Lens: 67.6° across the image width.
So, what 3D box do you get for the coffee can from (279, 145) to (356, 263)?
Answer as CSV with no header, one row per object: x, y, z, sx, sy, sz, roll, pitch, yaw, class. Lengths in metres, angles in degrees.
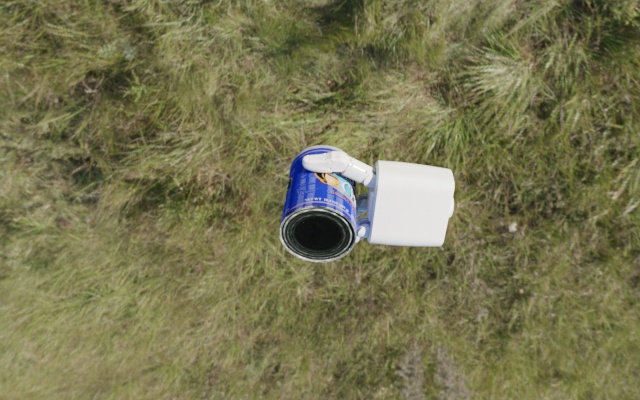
0.000,0.002,0.680,0.103,0.103,0.140,0,40,5,coffee can
